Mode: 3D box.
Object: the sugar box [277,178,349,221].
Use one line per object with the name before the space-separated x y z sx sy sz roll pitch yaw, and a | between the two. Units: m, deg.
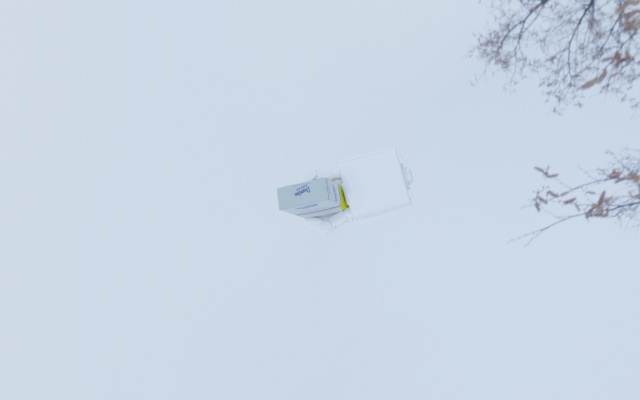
sugar box | 0.000 0.002 0.866 0.093 0.048 0.176 -12 -16 18
